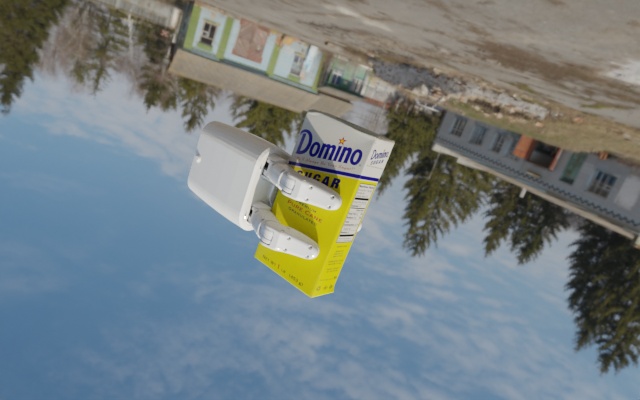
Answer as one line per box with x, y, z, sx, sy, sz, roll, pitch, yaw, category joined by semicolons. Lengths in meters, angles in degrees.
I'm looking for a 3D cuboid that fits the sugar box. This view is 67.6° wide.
0.000;0.002;0.502;0.093;0.176;0.048;29;17;33;sugar box
